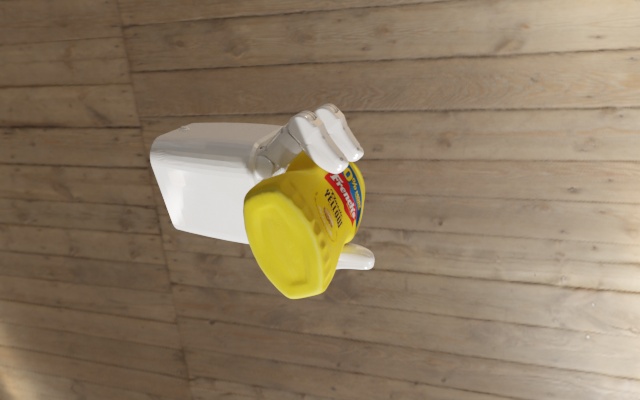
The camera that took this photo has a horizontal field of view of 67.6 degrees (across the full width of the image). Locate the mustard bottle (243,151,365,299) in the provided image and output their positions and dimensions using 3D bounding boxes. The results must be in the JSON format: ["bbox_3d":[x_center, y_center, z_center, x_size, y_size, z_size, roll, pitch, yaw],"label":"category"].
[{"bbox_3d":[0.000,0.002,0.440,0.058,0.096,0.191,-18,14,24],"label":"mustard bottle"}]
